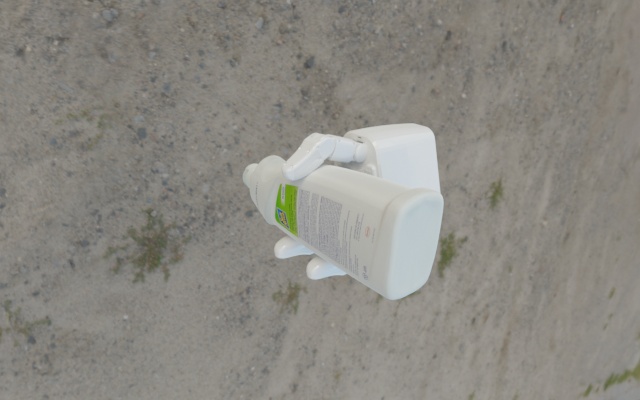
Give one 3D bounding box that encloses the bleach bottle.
[{"bbox_3d":[0.000,0.002,0.490,0.068,0.103,0.250,-14,28,-39],"label":"bleach bottle"}]
